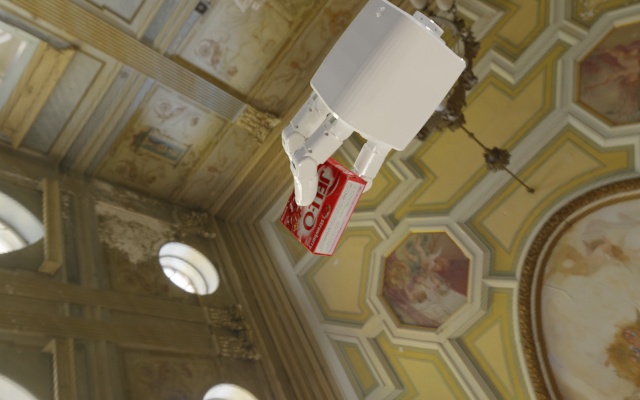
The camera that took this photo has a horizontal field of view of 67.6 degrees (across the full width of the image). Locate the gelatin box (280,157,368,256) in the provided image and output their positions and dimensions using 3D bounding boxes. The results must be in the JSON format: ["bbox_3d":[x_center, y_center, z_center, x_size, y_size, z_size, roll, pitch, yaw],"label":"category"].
[{"bbox_3d":[0.000,0.002,0.497,0.030,0.089,0.073,13,17,-40],"label":"gelatin box"}]
